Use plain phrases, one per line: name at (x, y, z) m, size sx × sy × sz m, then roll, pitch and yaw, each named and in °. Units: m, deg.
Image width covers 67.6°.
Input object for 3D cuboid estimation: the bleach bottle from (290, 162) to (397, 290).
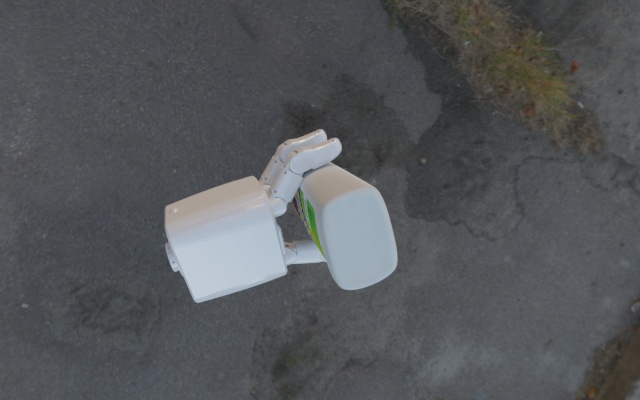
bleach bottle at (0.000, 0.002, 0.548) m, size 0.068 × 0.103 × 0.250 m, roll -19°, pitch 20°, yaw -12°
